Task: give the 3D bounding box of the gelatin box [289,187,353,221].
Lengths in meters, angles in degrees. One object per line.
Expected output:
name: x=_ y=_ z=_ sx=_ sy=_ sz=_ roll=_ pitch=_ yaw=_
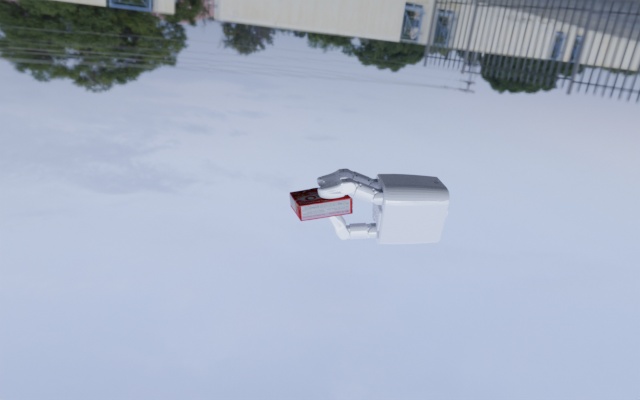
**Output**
gelatin box: x=0.000 y=0.003 z=0.778 sx=0.089 sy=0.030 sz=0.073 roll=-9 pitch=21 yaw=-13
